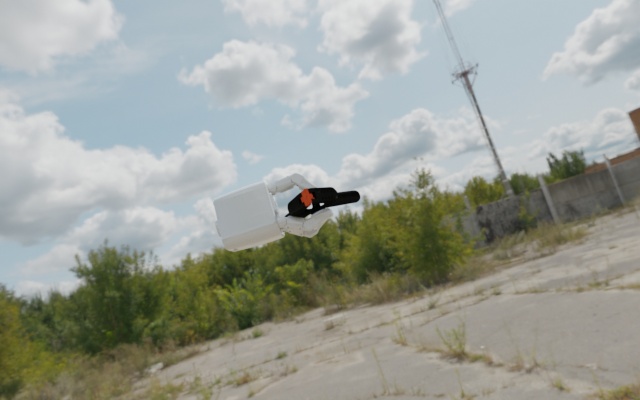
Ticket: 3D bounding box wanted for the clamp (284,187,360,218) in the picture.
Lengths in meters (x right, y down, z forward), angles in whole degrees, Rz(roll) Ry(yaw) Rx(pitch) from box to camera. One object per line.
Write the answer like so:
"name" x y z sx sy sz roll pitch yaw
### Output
"clamp" 0.000 0.002 0.894 0.164 0.036 0.210 -20 -9 -1
